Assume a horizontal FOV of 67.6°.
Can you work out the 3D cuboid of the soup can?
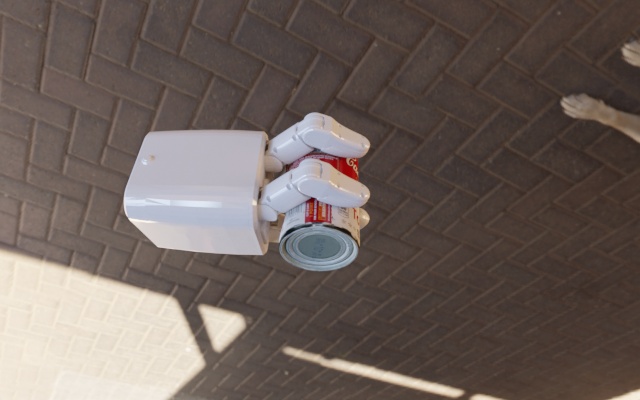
[{"bbox_3d":[0.001,0.002,0.418,0.068,0.102,0.069,1,-39,1],"label":"soup can"}]
